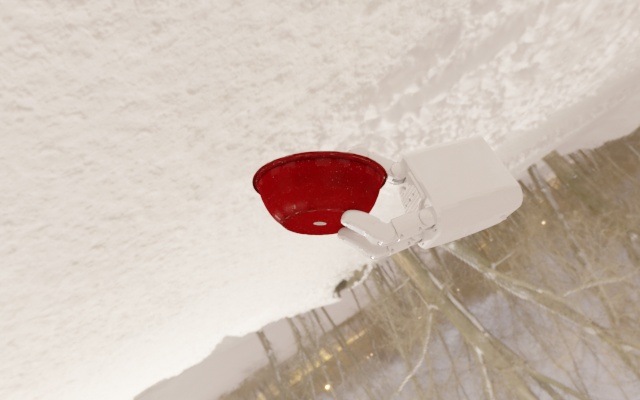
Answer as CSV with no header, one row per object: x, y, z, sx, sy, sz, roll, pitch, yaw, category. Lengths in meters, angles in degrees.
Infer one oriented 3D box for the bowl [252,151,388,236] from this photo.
-0.001,0.002,0.562,0.162,0.055,0.162,-2,-22,-1,bowl
